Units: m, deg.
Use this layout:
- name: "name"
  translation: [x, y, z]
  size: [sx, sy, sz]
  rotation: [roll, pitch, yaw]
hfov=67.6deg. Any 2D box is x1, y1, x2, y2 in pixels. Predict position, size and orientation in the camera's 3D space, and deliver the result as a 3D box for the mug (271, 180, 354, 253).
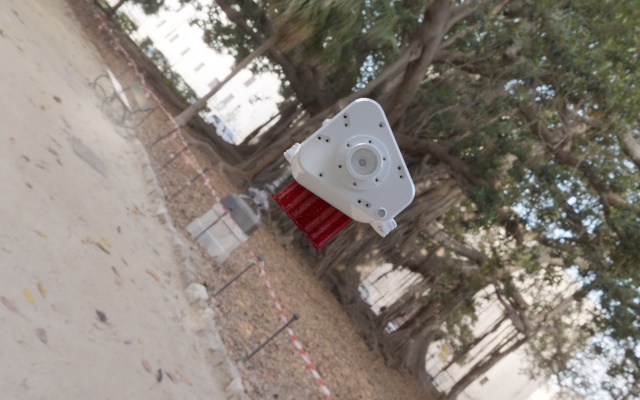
- name: "mug"
  translation: [0.000, 0.002, 0.583]
  size: [0.081, 0.093, 0.117]
  rotation: [-40, 4, -4]
